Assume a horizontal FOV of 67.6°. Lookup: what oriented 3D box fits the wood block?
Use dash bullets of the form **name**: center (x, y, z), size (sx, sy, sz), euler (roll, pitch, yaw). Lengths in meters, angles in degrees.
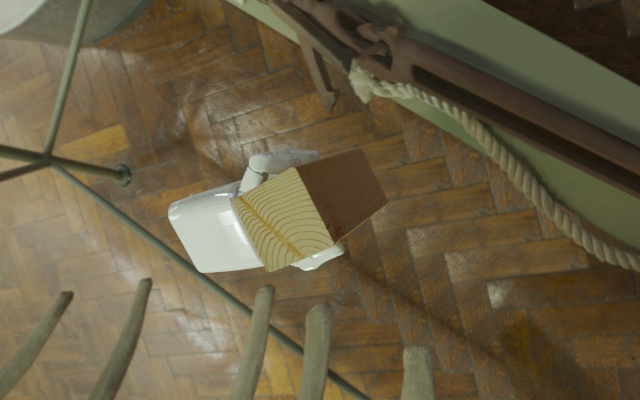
- **wood block**: center (0.000, 0.002, 0.584), size (0.090, 0.091, 0.206), euler (-26, 0, 26)
